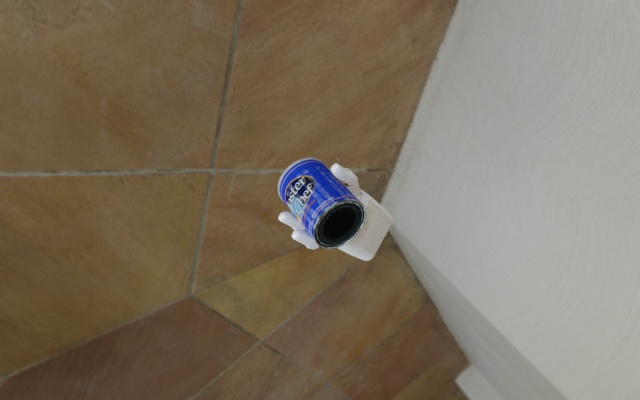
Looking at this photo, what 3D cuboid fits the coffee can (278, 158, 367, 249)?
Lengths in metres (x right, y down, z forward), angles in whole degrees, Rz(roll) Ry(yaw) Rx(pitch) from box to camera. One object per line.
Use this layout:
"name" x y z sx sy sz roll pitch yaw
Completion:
"coffee can" 0.000 0.003 0.840 0.103 0.103 0.140 0 33 -35
